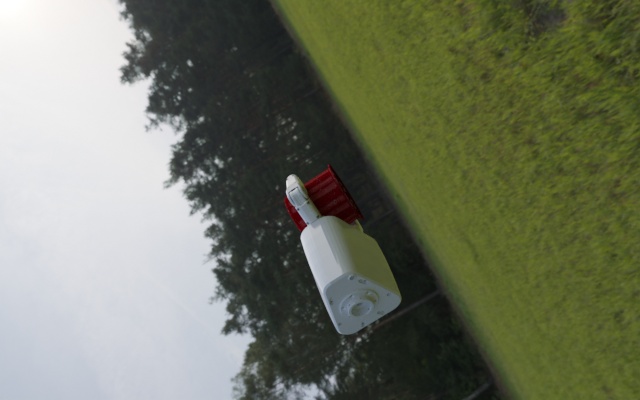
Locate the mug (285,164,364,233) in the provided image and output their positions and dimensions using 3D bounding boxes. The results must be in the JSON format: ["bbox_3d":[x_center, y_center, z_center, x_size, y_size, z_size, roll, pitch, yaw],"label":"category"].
[{"bbox_3d":[0.000,0.002,0.689,0.081,0.093,0.117,-32,36,6],"label":"mug"}]
